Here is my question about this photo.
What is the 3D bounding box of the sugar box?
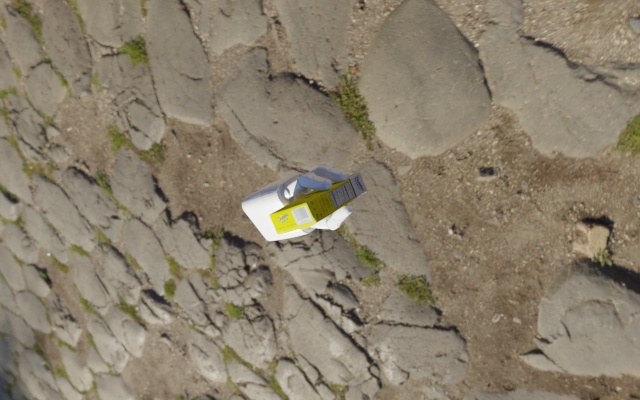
[{"bbox_3d":[0.000,0.002,0.855,0.093,0.048,0.176,-17,11,38],"label":"sugar box"}]
